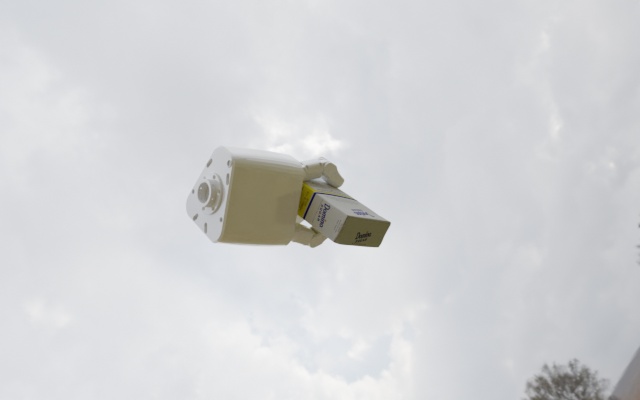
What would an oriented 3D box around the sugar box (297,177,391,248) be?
[{"bbox_3d":[0.000,0.003,0.645,0.093,0.048,0.176,10,21,-47],"label":"sugar box"}]
